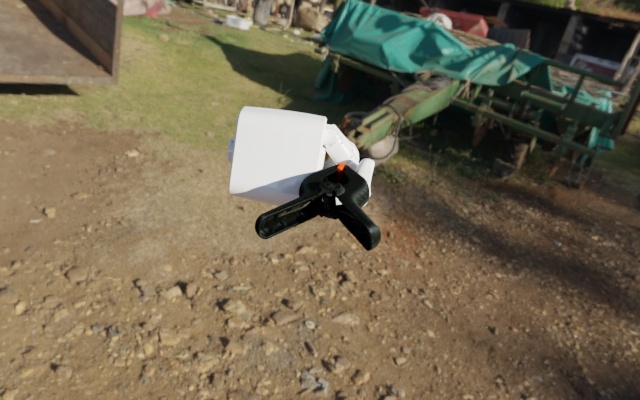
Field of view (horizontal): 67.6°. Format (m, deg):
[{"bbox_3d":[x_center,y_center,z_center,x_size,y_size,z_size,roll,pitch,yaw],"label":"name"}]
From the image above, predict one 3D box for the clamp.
[{"bbox_3d":[0.000,0.001,0.512,0.120,0.039,0.171,7,23,0],"label":"clamp"}]
